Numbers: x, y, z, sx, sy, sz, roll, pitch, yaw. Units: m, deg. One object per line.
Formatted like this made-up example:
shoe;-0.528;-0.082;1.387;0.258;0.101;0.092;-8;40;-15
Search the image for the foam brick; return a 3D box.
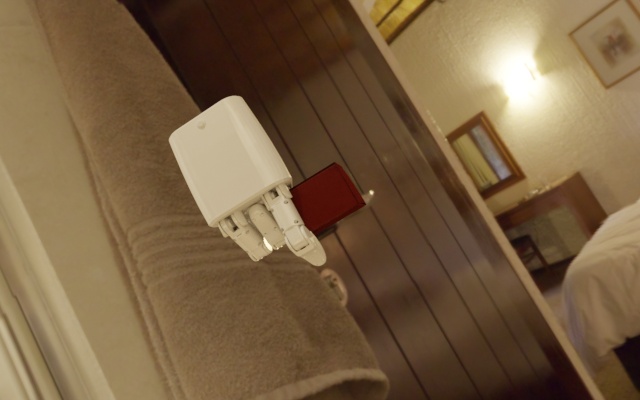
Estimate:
foam brick;0.000;0.002;0.507;0.078;0.051;0.053;-31;-8;9
